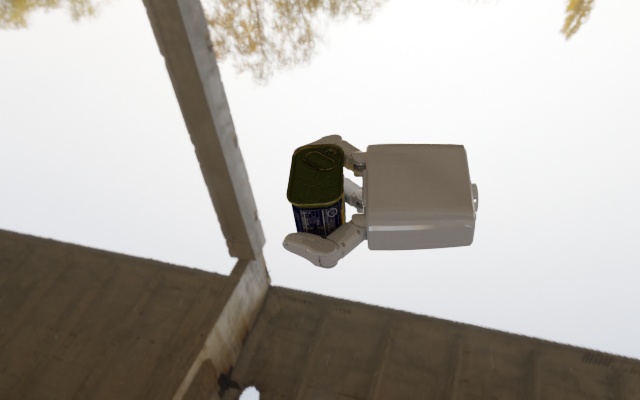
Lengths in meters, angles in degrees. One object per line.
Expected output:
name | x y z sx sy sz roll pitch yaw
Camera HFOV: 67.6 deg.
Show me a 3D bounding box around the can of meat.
can of meat | 0.000 0.002 0.518 0.057 0.084 0.102 -3 40 6
